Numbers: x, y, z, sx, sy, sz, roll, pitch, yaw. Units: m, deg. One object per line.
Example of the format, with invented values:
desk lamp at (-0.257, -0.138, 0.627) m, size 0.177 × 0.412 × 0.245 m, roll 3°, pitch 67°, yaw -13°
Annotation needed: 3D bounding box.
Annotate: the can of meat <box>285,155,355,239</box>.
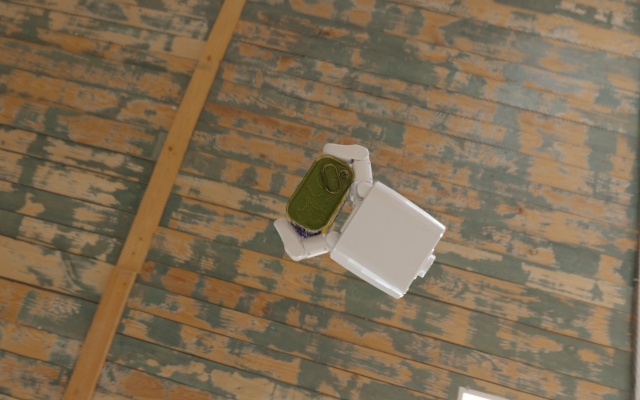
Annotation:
can of meat at (0.000, 0.002, 0.642) m, size 0.057 × 0.102 × 0.084 m, roll 29°, pitch -16°, yaw 9°
